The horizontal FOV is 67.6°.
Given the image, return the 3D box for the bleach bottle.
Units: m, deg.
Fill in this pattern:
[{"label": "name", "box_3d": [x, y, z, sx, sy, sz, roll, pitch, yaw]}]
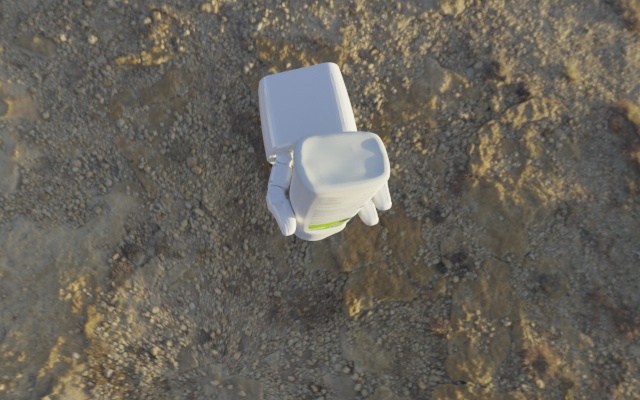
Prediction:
[{"label": "bleach bottle", "box_3d": [0.000, 0.002, 0.593, 0.102, 0.068, 0.251, -7, -19, -15]}]
